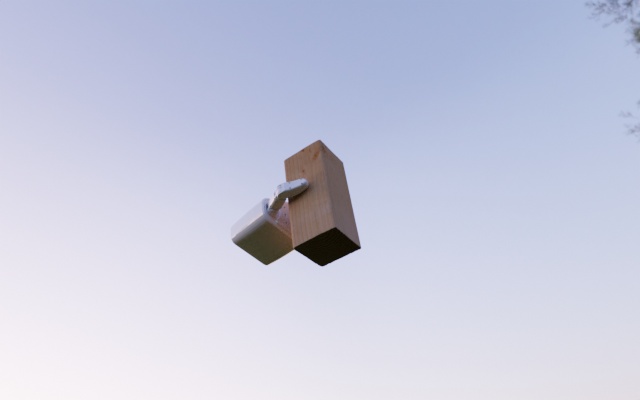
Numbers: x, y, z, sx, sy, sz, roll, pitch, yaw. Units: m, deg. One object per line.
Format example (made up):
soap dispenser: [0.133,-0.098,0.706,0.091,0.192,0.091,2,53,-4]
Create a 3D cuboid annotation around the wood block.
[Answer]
wood block: [0.000,0.003,0.882,0.090,0.206,0.091,-28,-42,22]
